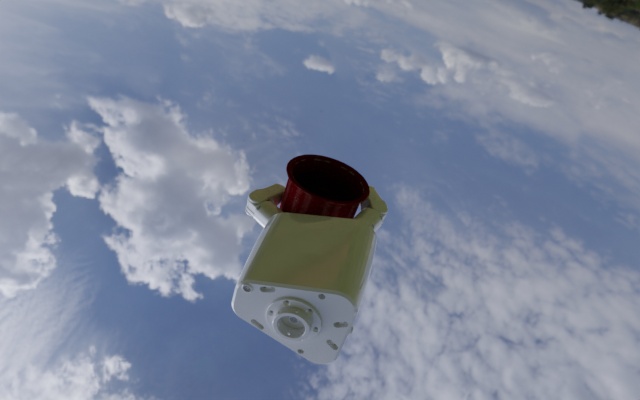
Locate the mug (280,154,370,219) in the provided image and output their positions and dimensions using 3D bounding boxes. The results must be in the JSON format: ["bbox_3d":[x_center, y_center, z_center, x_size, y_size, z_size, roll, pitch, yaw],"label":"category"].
[{"bbox_3d":[0.000,0.001,0.541,0.093,0.081,0.117,22,32,3],"label":"mug"}]
